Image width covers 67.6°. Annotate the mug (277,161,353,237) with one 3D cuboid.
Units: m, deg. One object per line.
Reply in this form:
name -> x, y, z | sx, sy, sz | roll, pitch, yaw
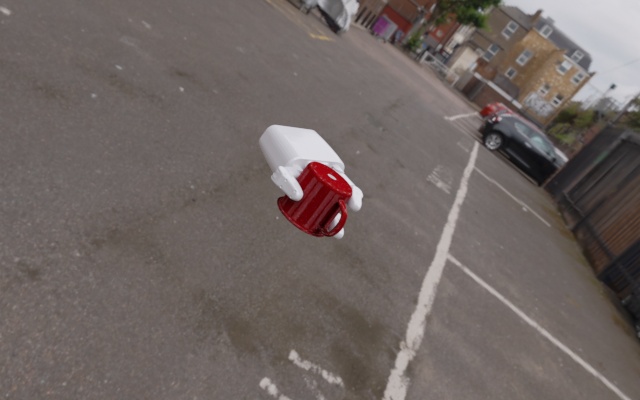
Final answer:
mug -> 0.001, 0.003, 0.714 | 0.093, 0.081, 0.117 | 17, 28, -44
